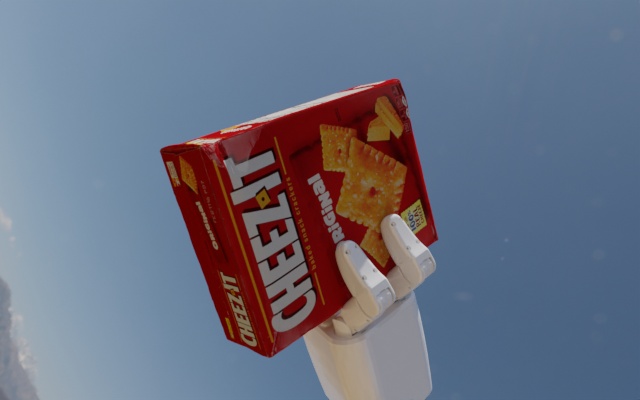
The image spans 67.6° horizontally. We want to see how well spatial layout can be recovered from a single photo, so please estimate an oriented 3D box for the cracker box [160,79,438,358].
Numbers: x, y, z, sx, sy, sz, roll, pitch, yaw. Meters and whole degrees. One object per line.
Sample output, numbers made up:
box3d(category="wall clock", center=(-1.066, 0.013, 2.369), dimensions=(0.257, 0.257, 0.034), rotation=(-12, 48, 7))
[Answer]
box3d(category="cracker box", center=(0.000, 0.001, 0.405), dimensions=(0.213, 0.164, 0.072), rotation=(-27, 18, -37))
